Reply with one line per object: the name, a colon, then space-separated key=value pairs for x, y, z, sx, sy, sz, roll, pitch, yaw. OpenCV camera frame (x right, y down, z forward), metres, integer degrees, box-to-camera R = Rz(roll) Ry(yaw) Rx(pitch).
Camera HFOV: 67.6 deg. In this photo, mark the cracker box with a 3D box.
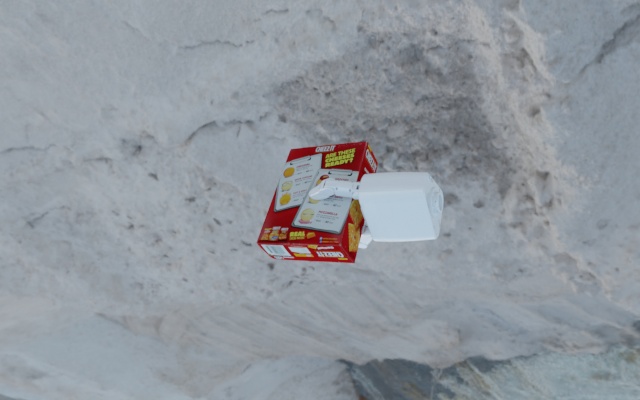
cracker box: x=0.000 y=0.003 z=0.850 sx=0.164 sy=0.213 sz=0.072 roll=-2 pitch=-36 yaw=28
